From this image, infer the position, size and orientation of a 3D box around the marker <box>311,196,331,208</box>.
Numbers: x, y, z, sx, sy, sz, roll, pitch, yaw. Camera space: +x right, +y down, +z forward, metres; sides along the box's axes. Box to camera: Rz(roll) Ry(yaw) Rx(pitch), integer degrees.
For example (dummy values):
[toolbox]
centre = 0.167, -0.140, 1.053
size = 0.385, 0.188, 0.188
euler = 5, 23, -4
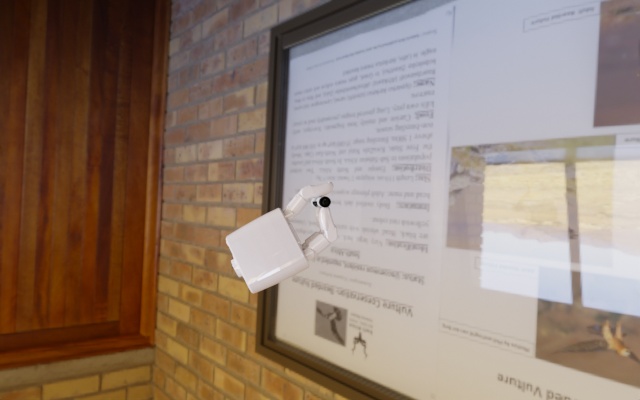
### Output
[marker]
centre = 0.000, 0.003, 0.823
size = 0.020, 0.020, 0.121
euler = 0, 0, -8
